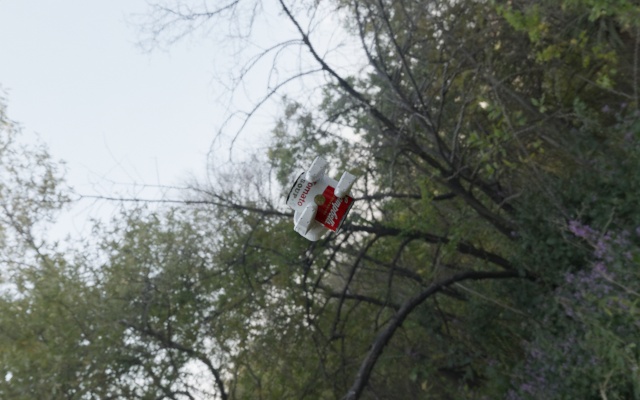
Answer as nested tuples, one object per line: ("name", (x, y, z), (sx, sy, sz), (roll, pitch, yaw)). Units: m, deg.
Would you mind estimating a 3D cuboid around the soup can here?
("soup can", (0.000, 0.003, 0.816), (0.102, 0.068, 0.068), (29, 3, 6))
